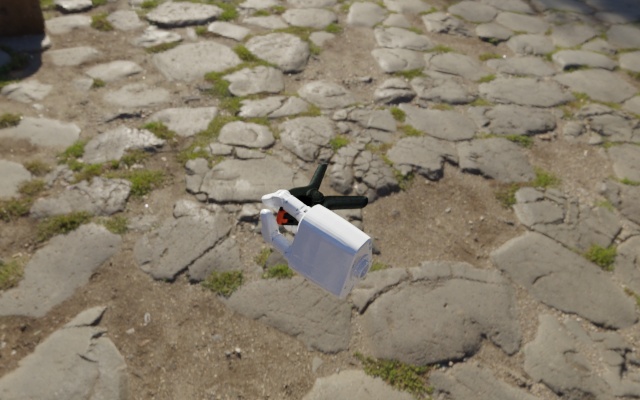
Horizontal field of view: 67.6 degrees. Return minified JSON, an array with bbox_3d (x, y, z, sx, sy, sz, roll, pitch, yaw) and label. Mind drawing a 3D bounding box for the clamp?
[{"bbox_3d":[0.000,0.002,0.829,0.120,0.039,0.171,31,48,23],"label":"clamp"}]
